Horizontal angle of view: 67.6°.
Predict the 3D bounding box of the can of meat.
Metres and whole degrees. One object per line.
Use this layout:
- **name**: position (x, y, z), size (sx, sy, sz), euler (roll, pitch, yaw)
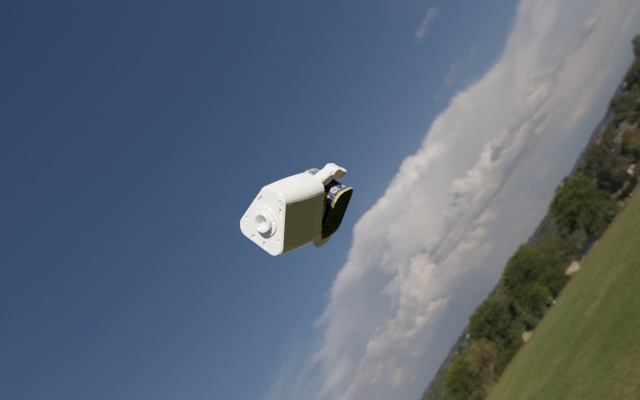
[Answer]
- **can of meat**: position (0.000, 0.003, 0.872), size (0.084, 0.102, 0.057), euler (33, 32, 23)
